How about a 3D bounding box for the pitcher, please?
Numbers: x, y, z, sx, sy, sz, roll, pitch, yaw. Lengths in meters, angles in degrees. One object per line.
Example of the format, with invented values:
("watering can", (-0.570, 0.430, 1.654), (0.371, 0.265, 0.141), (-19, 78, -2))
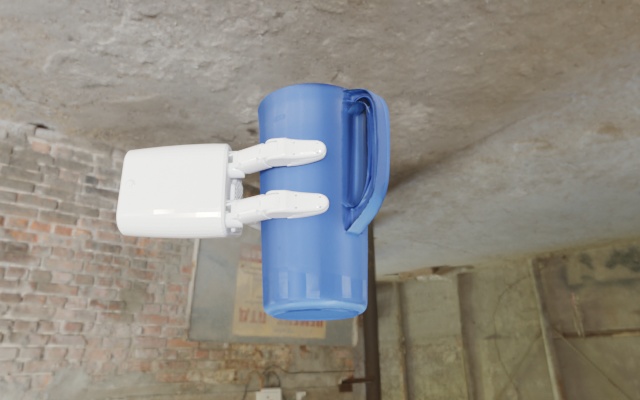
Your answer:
("pitcher", (0.000, 0.002, 0.522), (0.145, 0.242, 0.149), (-1, -20, 1))
